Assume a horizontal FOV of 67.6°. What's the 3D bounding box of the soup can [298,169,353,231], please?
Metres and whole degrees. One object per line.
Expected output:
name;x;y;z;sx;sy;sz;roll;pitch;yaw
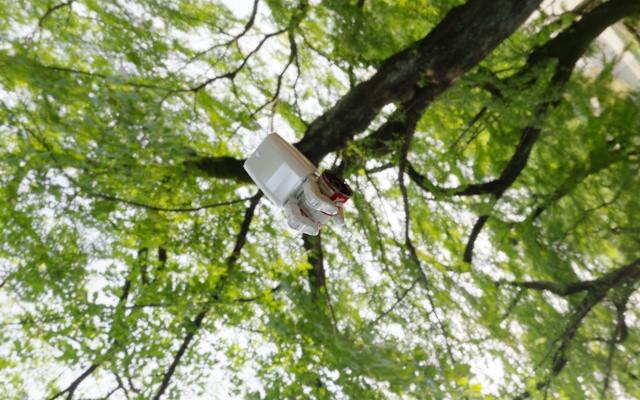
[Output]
soup can;0.000;0.003;0.860;0.102;0.068;0.068;-47;-22;22
